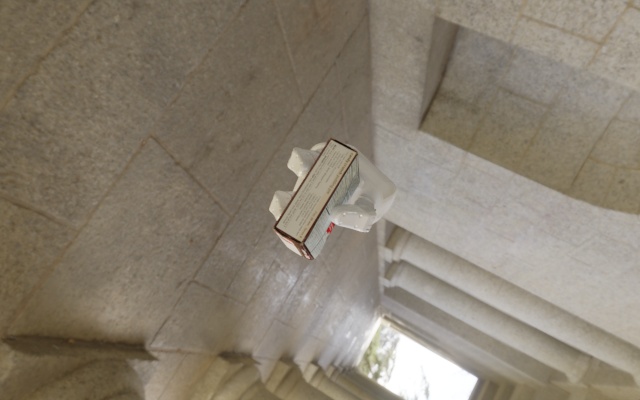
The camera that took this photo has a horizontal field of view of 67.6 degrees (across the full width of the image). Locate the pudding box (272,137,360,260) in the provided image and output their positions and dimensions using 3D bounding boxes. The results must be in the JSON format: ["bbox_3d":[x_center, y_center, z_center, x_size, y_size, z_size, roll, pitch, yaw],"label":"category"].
[{"bbox_3d":[0.000,0.002,0.507,0.039,0.113,0.090,27,-13,14],"label":"pudding box"}]
